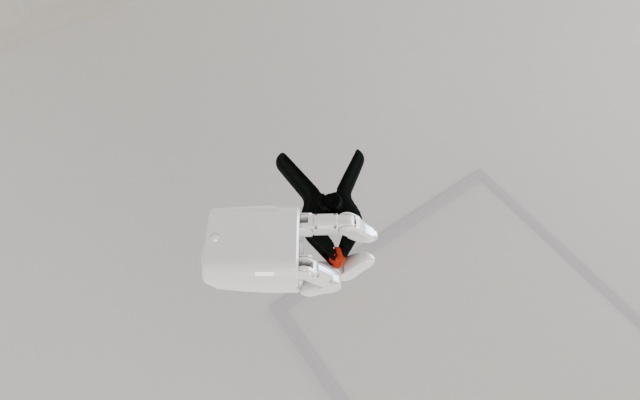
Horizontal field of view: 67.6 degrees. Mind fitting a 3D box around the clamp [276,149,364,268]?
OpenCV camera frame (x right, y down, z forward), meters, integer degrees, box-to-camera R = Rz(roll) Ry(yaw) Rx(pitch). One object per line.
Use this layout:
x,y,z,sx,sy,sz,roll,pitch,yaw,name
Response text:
0.000,0.002,0.617,0.120,0.171,0.039,1,-32,-1,clamp
